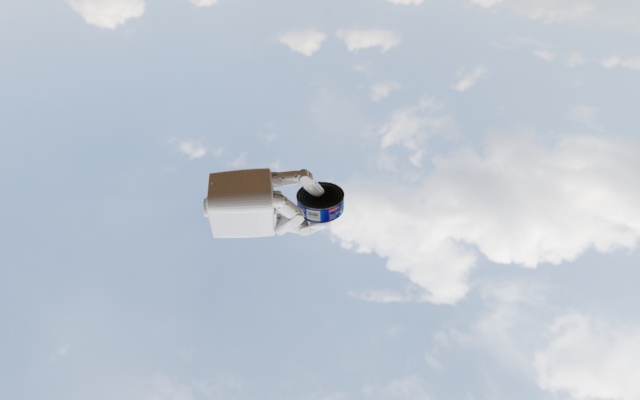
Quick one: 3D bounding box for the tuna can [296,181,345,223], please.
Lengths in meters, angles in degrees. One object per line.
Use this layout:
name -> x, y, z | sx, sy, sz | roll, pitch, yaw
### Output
tuna can -> 0.000, 0.003, 0.855 | 0.086, 0.034, 0.086 | -1, 35, 1
